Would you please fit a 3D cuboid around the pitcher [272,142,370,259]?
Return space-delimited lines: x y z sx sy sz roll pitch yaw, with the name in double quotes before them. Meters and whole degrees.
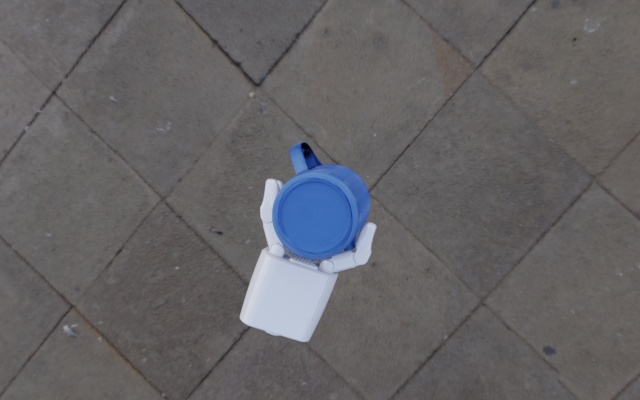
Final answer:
"pitcher" 0.000 0.002 0.689 0.149 0.145 0.243 22 5 4
